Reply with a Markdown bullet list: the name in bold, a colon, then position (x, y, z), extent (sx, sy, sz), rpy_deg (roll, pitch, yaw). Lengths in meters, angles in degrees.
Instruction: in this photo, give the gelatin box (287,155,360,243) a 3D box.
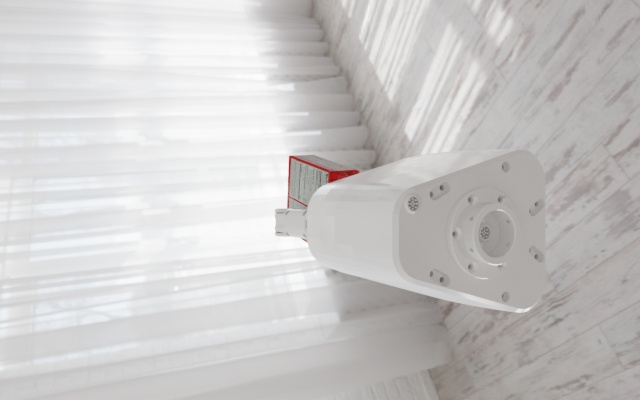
- **gelatin box**: position (-0.001, 0.001, 0.425), extent (0.030, 0.073, 0.089), rpy_deg (-5, 15, -27)
